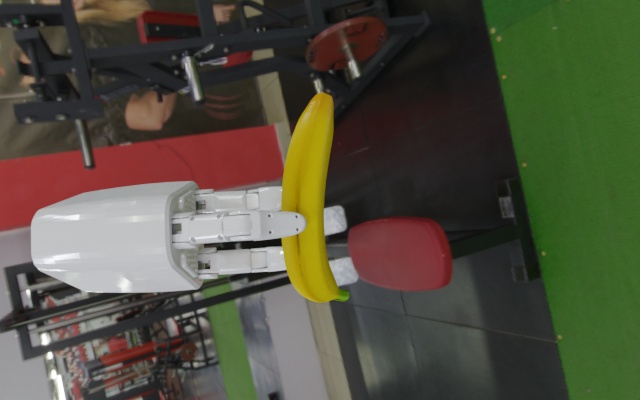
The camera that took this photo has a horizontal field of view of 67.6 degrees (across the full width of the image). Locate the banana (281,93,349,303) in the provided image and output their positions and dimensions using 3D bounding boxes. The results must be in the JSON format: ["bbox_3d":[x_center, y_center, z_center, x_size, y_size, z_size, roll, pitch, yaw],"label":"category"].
[{"bbox_3d":[-0.008,0.010,0.412,0.037,0.198,0.069,5,20,25],"label":"banana"}]
